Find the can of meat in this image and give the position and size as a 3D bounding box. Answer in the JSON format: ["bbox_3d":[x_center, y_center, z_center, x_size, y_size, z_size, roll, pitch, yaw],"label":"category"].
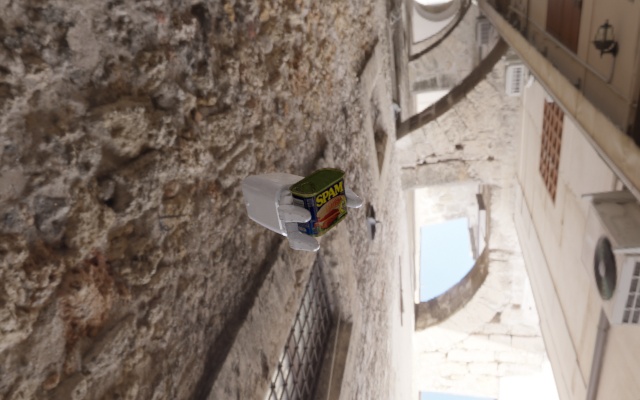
[{"bbox_3d":[0.000,0.003,0.816,0.057,0.084,0.102,16,36,39],"label":"can of meat"}]
